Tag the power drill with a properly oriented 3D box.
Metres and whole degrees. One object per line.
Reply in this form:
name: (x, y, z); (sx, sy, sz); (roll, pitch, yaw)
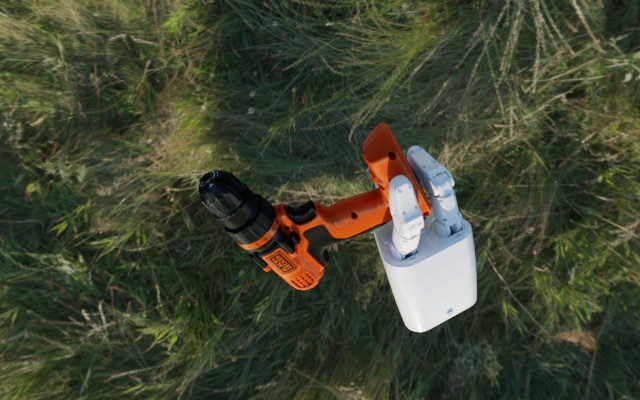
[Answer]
power drill: (0.001, 0.002, 0.474); (0.188, 0.057, 0.184); (-27, -47, 15)
